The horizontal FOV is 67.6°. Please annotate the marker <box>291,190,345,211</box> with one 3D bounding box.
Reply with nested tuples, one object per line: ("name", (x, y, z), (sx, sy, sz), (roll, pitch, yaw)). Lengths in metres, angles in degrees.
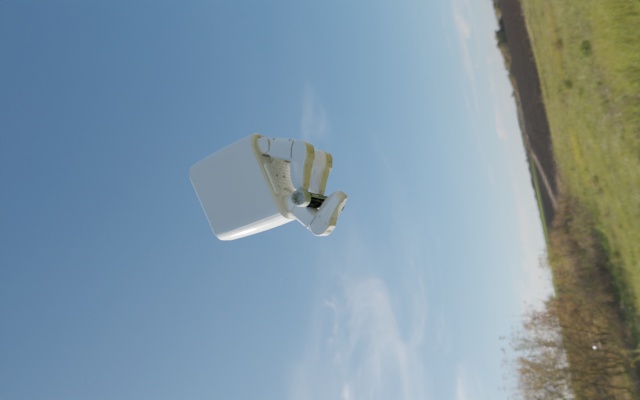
("marker", (0.000, 0.002, 0.593), (0.020, 0.020, 0.121), (0, -5, 25))
